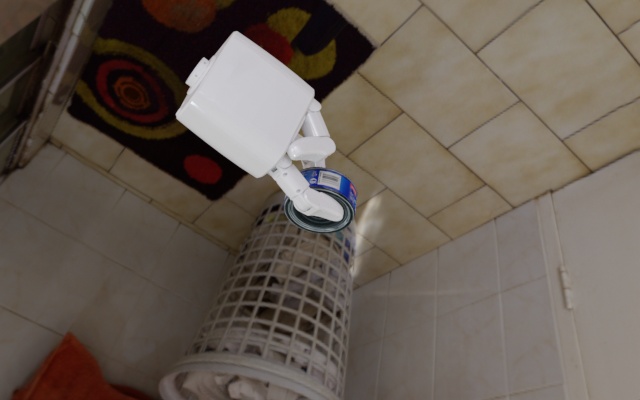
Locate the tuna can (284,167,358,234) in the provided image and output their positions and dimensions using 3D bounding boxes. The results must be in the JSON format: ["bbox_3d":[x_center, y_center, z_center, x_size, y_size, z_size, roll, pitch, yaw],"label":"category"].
[{"bbox_3d":[0.000,0.002,0.565,0.086,0.033,0.086,6,-40,5],"label":"tuna can"}]
